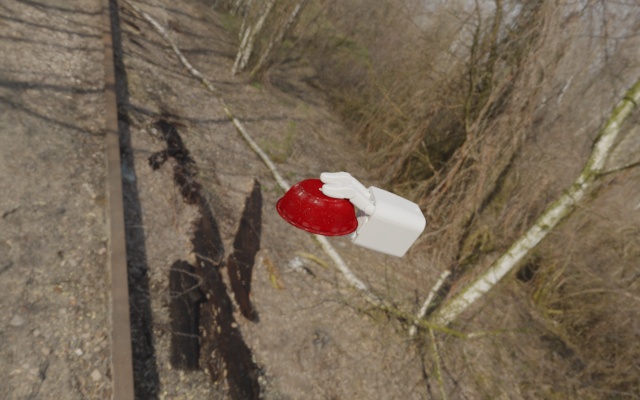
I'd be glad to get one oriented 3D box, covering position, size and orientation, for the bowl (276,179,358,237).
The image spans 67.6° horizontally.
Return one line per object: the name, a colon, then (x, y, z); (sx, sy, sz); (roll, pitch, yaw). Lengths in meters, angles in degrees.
bowl: (-0.001, 0.002, 0.896); (0.162, 0.055, 0.162); (12, 25, -6)
